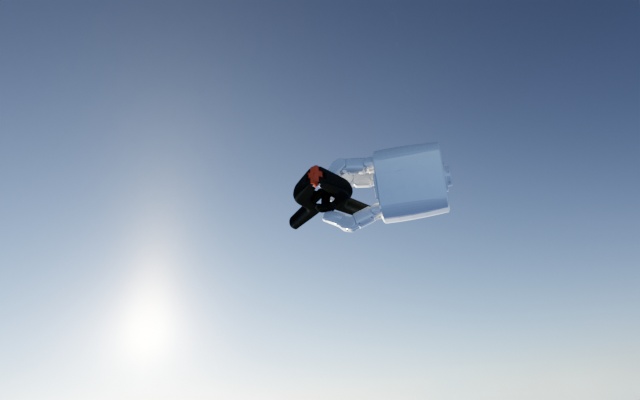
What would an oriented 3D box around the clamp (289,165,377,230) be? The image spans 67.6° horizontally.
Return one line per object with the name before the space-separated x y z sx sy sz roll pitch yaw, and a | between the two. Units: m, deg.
clamp | 0.000 0.003 0.792 0.164 0.036 0.210 -10 -24 14
